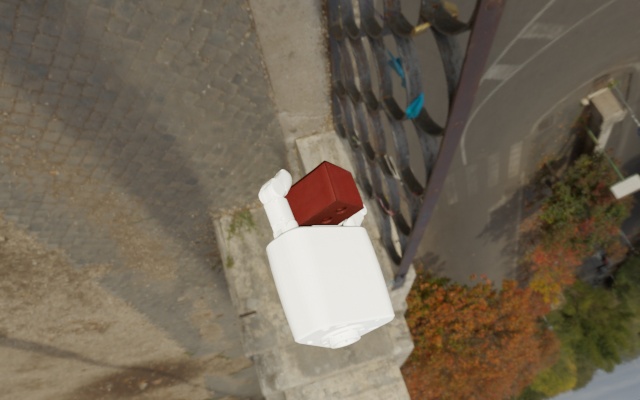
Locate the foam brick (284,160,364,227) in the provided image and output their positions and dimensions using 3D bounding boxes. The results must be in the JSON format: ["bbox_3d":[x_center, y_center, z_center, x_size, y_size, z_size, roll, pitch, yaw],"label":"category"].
[{"bbox_3d":[0.000,0.002,0.541,0.078,0.051,0.053,-36,-32,29],"label":"foam brick"}]
